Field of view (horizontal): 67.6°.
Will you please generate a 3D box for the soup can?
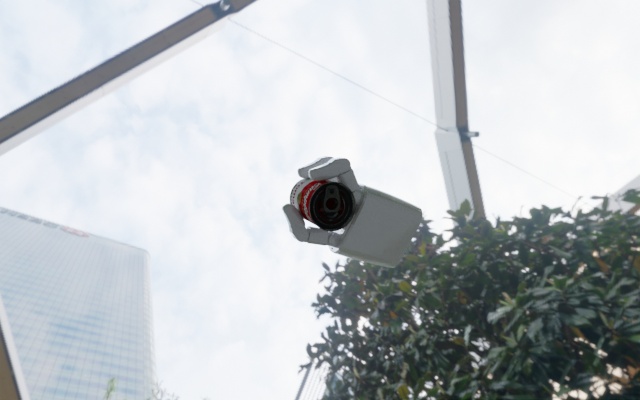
[{"bbox_3d":[0.000,0.002,0.691,0.068,0.068,0.102,0,7,-20],"label":"soup can"}]
